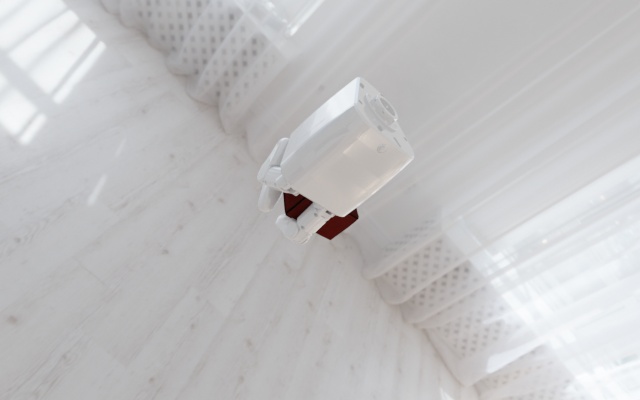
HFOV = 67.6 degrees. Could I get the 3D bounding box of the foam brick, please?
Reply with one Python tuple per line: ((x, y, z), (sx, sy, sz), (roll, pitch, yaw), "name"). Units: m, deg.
((0.000, 0.002, 0.577), (0.078, 0.053, 0.051), (31, -58, -34), "foam brick")
